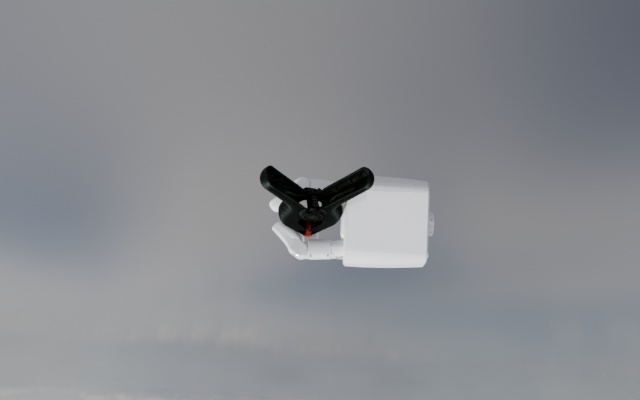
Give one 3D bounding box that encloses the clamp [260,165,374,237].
[{"bbox_3d":[0.000,0.002,0.565,0.120,0.039,0.171,2,-20,4],"label":"clamp"}]
